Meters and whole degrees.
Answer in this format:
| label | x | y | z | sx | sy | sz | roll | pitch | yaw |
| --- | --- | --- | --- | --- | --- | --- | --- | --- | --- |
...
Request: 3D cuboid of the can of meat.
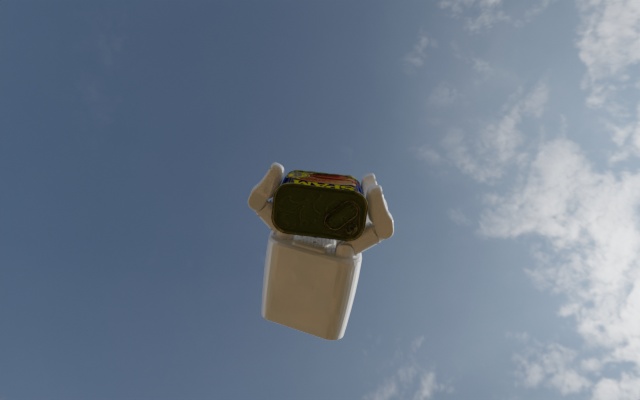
| label | x | y | z | sx | sy | sz | roll | pitch | yaw |
| --- | --- | --- | --- | --- | --- | --- | --- | --- | --- |
| can of meat | 0.000 | 0.002 | 0.547 | 0.102 | 0.057 | 0.084 | 7 | 16 | 0 |
